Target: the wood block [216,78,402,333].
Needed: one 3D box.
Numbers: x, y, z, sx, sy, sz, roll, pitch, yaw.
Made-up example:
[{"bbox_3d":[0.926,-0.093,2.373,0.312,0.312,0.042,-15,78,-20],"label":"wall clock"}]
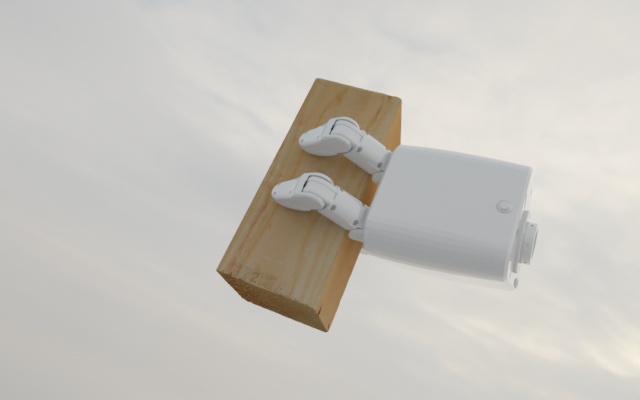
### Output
[{"bbox_3d":[0.001,0.002,0.443,0.090,0.206,0.091,18,-24,17],"label":"wood block"}]
